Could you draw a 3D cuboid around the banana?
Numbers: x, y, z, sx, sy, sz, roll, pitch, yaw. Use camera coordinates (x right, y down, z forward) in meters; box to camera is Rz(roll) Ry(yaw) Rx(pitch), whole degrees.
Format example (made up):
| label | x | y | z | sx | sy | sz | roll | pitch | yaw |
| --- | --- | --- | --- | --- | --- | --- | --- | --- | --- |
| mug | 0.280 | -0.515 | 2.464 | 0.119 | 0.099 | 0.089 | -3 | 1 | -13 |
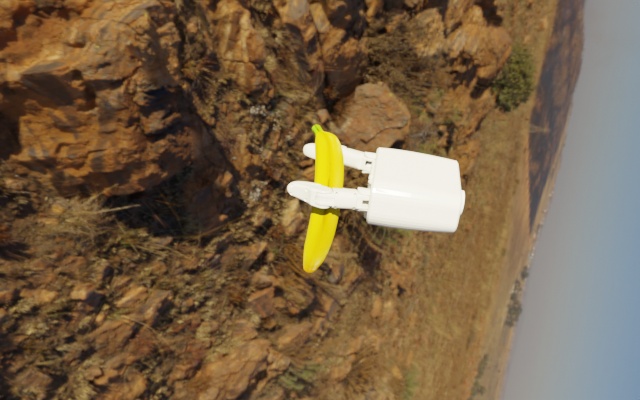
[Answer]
| label | x | y | z | sx | sy | sz | roll | pitch | yaw |
| --- | --- | --- | --- | --- | --- | --- | --- | --- | --- |
| banana | 0.004 | -0.001 | 0.610 | 0.037 | 0.198 | 0.069 | 5 | 0 | -12 |
